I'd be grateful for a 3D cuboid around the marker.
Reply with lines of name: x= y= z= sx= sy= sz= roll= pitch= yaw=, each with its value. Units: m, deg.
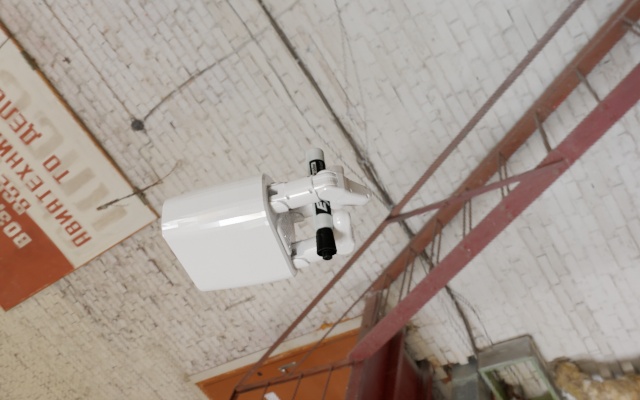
marker: x=0.000 y=0.001 z=0.456 sx=0.020 sy=0.121 sz=0.020 roll=-5 pitch=-33 yaw=-3
